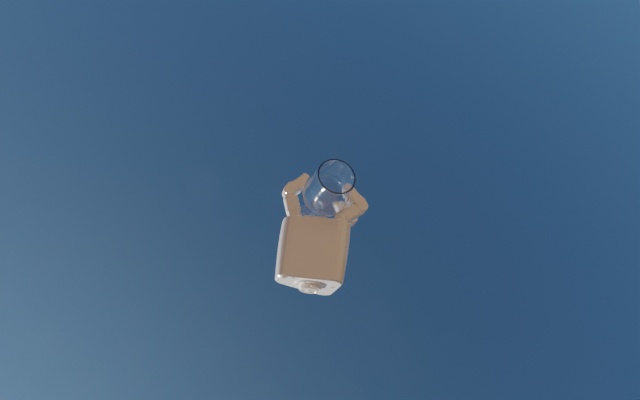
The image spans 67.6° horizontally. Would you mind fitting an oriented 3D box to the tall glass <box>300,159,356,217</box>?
[{"bbox_3d":[0.000,0.003,0.829,0.079,0.079,0.201,0,-24,-16],"label":"tall glass"}]
